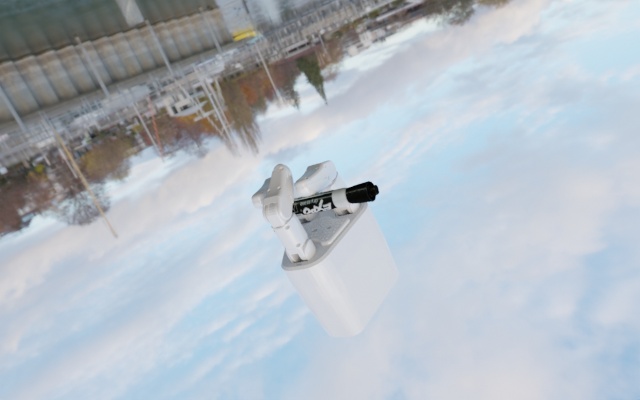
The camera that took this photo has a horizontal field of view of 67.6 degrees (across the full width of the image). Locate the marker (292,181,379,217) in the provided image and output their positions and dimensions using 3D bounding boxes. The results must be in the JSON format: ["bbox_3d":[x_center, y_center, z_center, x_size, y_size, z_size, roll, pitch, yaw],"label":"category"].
[{"bbox_3d":[0.000,0.001,0.451,0.121,0.020,0.020,-12,-7,32],"label":"marker"}]
